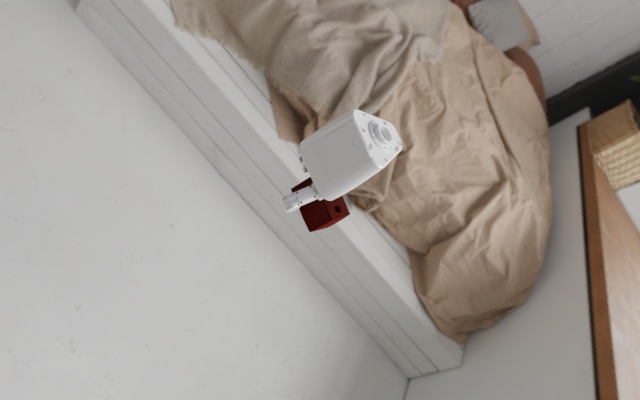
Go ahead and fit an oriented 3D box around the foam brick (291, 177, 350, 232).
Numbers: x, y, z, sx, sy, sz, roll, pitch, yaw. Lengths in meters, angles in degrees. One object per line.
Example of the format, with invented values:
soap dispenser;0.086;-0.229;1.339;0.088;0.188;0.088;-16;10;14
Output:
foam brick;0.000;0.003;0.748;0.051;0.078;0.053;-29;-9;36
